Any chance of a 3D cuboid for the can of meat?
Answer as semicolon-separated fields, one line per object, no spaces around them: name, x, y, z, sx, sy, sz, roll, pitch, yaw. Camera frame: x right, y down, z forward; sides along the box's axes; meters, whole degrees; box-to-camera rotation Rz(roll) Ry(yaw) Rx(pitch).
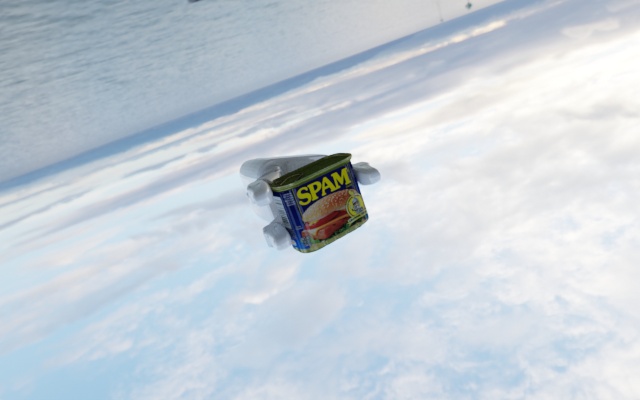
can of meat;0.000;0.002;0.554;0.102;0.084;0.057;-26;17;-23
